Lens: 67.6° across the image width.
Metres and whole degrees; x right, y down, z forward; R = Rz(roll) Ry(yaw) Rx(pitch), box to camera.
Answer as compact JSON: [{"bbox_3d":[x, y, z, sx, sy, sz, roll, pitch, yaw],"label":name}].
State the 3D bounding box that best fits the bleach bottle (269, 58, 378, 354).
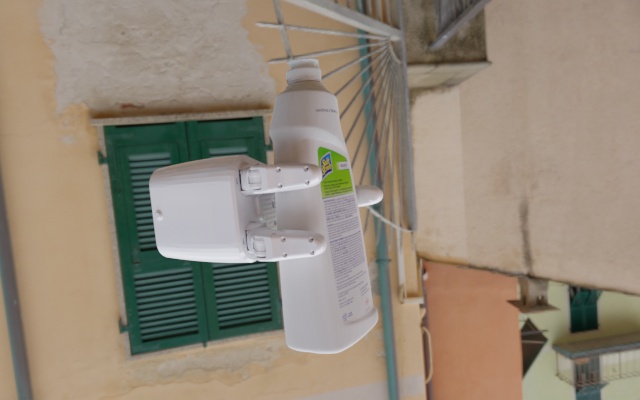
[{"bbox_3d":[0.000,0.001,0.437,0.068,0.251,0.102,-3,5,28],"label":"bleach bottle"}]
